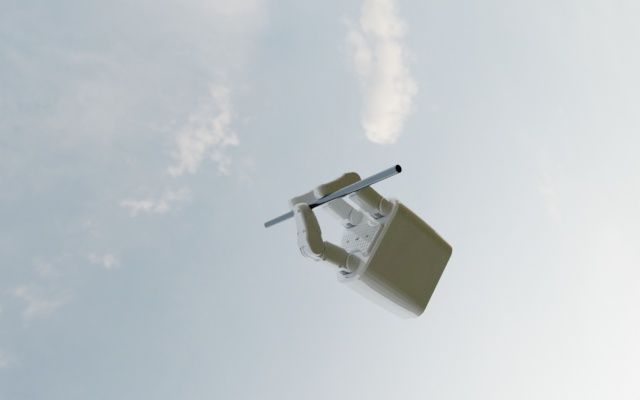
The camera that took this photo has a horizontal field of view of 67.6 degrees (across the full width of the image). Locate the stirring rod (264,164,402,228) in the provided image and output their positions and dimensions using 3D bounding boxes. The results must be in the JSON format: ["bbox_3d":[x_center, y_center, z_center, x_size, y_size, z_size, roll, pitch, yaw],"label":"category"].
[{"bbox_3d":[0.000,0.002,0.511,0.011,0.011,0.239,0,-14,-36],"label":"stirring rod"}]
